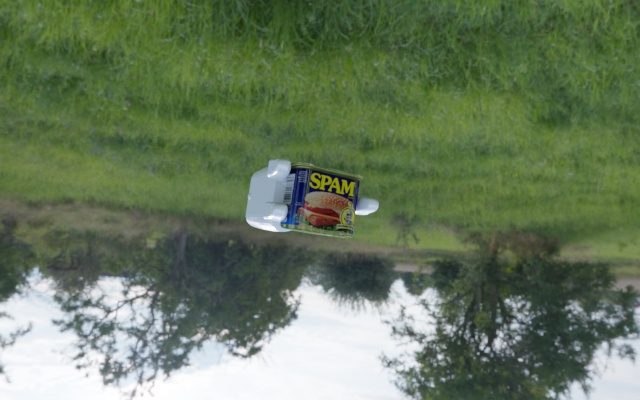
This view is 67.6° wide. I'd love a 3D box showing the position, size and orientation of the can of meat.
[{"bbox_3d":[0.000,0.002,0.623,0.102,0.084,0.057,11,-6,-32],"label":"can of meat"}]
